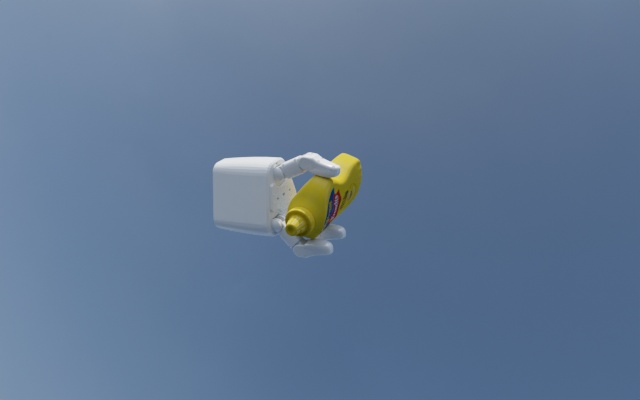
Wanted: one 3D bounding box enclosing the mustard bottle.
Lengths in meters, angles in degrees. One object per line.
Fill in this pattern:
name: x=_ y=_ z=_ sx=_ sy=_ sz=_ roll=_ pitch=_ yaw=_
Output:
mustard bottle: x=0.001 y=0.002 z=0.705 sx=0.058 sy=0.096 sz=0.191 roll=26 pitch=32 yaw=15
